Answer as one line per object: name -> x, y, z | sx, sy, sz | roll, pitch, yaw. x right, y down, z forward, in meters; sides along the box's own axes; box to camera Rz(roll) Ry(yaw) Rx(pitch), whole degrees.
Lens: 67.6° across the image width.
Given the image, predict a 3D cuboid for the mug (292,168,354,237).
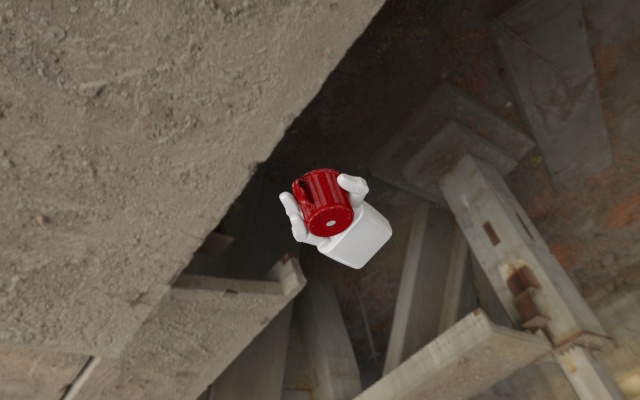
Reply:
mug -> -0.001, 0.002, 0.790 | 0.093, 0.081, 0.117 | -38, -44, 21
